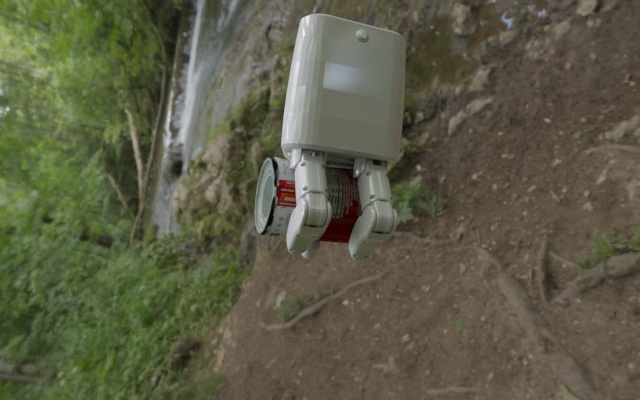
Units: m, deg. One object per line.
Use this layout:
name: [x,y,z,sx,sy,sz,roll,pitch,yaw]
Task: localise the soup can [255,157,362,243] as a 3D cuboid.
soup can: [0.000,0.002,0.415,0.102,0.068,0.068,7,-2,-19]
